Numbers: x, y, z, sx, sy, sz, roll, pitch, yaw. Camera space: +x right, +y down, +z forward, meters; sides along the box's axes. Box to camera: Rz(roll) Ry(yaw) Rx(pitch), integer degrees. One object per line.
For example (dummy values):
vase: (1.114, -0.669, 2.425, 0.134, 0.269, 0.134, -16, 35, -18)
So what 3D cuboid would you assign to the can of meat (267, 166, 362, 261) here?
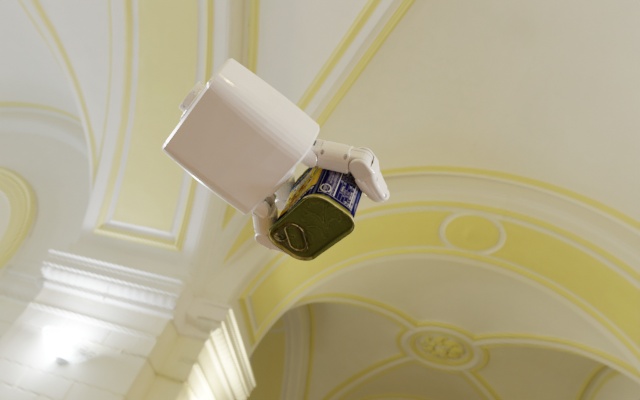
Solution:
can of meat: (0.000, 0.001, 0.492, 0.057, 0.084, 0.102, 35, -44, -14)
